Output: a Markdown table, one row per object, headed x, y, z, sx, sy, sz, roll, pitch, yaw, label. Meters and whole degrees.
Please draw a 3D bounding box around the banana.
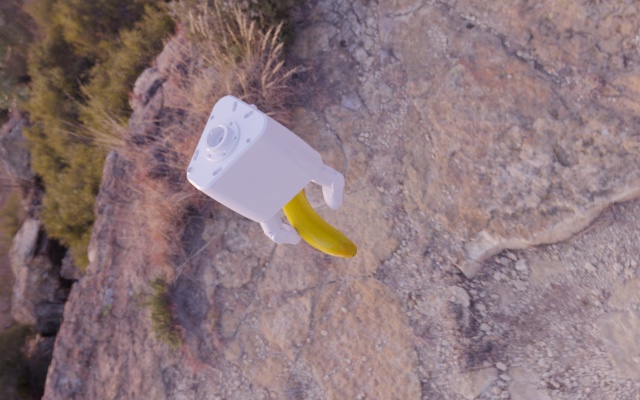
| x | y | z | sx | sy | sz | roll | pitch | yaw | label |
| --- | --- | --- | --- | --- | --- | --- | --- | --- | --- |
| -0.016 | 0.010 | 0.662 | 0.069 | 0.197 | 0.037 | -33 | -36 | 11 | banana |
